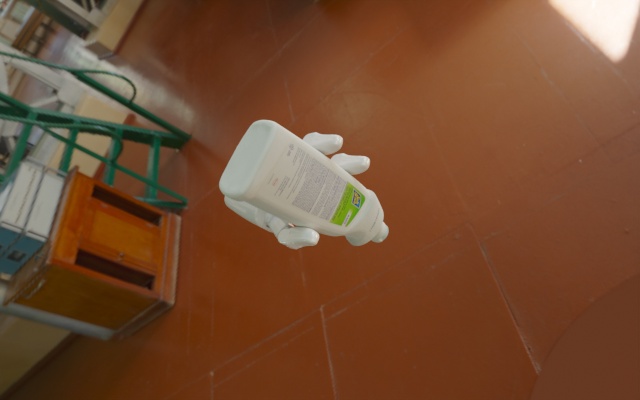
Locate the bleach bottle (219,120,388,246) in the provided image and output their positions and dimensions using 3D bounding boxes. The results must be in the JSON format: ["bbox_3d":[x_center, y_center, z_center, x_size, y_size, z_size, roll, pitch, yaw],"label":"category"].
[{"bbox_3d":[0.000,0.002,0.609,0.251,0.102,0.068,33,-8,-39],"label":"bleach bottle"}]
